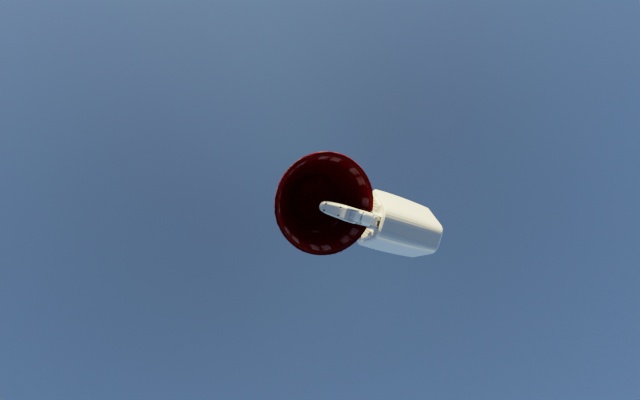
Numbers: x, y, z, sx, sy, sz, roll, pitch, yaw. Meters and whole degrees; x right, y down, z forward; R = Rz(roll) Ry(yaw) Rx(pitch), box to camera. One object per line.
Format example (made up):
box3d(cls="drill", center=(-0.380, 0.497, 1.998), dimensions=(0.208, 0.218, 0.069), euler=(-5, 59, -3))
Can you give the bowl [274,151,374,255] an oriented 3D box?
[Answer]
box3d(cls="bowl", center=(-0.001, 0.002, 0.757), dimensions=(0.162, 0.162, 0.055), euler=(0, 8, -18))
